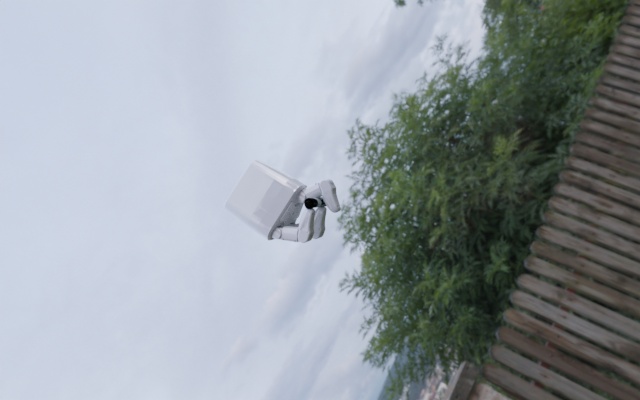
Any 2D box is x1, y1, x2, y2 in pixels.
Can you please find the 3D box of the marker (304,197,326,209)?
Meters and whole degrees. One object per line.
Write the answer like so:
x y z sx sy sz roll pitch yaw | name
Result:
0.000 0.003 0.848 0.020 0.020 0.121 0 3 21 | marker
